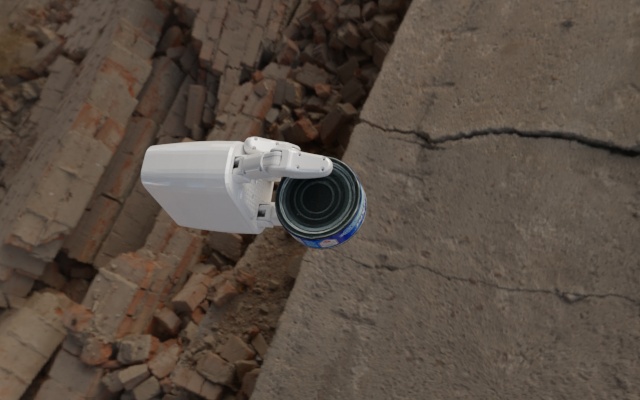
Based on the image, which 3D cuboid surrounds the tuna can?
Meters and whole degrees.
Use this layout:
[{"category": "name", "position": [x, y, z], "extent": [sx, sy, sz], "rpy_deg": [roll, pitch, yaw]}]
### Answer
[{"category": "tuna can", "position": [0.000, 0.001, 0.458], "extent": [0.086, 0.086, 0.034], "rpy_deg": [0, -20, 14]}]
